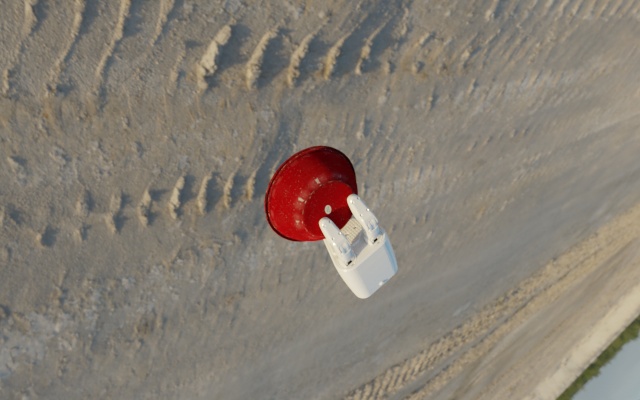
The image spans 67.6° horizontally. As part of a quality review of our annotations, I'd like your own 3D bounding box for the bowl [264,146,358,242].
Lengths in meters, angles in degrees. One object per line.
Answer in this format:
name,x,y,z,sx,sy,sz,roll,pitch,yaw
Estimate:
bowl,0.000,0.002,0.715,0.162,0.162,0.055,0,24,-33
